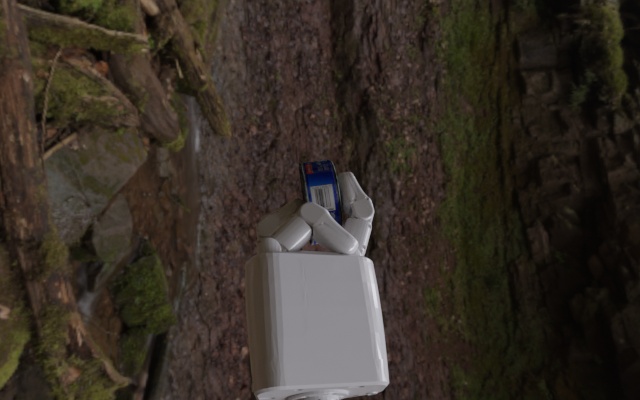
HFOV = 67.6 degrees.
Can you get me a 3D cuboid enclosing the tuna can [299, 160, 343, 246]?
[{"bbox_3d":[0.001,0.001,0.492,0.034,0.086,0.086,-8,0,-4],"label":"tuna can"}]
